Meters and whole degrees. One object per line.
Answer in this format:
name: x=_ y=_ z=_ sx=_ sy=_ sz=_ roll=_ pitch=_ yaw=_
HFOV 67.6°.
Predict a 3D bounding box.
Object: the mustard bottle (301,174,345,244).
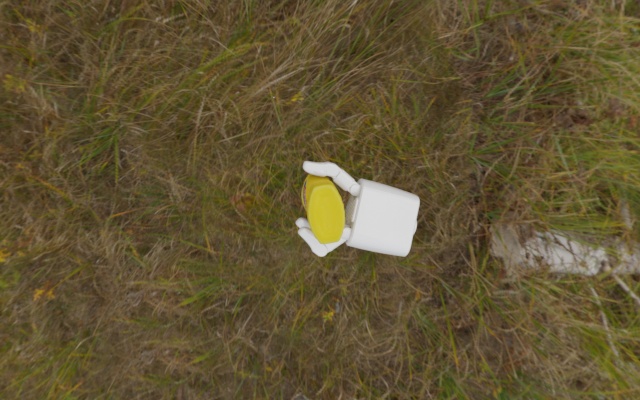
mustard bottle: x=0.000 y=0.003 z=0.817 sx=0.058 sy=0.096 sz=0.191 roll=-10 pitch=13 yaw=-4
